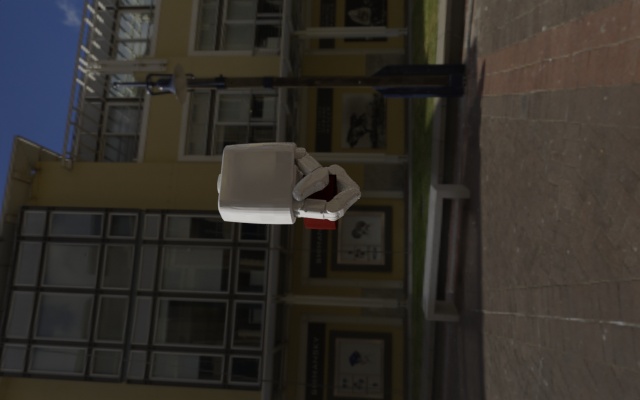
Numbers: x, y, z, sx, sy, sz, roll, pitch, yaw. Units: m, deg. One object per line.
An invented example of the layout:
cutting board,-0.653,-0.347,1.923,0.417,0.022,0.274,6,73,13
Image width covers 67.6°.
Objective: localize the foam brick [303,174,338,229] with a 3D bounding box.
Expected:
foam brick,0.000,0.003,0.729,0.051,0.053,0.078,-1,-35,5
